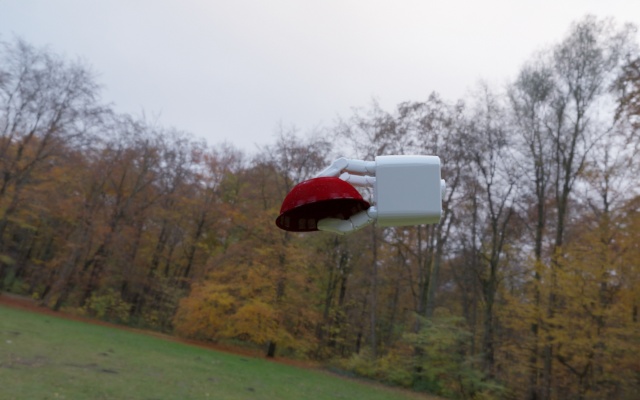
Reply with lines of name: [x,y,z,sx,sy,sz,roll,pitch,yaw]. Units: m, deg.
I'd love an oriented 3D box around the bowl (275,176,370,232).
bowl: [-0.001,0.002,0.806,0.162,0.055,0.162,-10,-19,-4]
